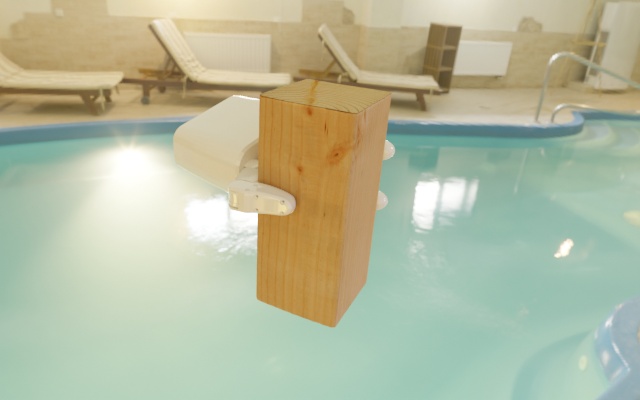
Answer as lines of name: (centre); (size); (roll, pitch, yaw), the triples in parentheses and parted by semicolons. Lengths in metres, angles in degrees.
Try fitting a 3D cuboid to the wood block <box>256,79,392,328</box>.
wood block: (0.000, 0.001, 0.453); (0.090, 0.206, 0.090); (15, 28, 22)
